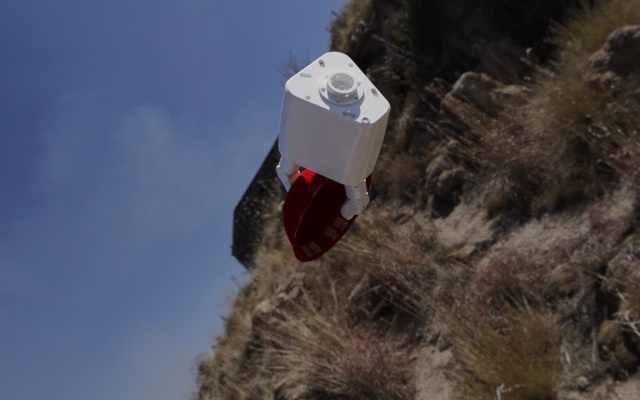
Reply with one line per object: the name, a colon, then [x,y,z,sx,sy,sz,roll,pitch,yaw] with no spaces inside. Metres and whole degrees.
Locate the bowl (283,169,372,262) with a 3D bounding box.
bowl: [0.000,0.003,0.650,0.055,0.162,0.162,33,16,25]
